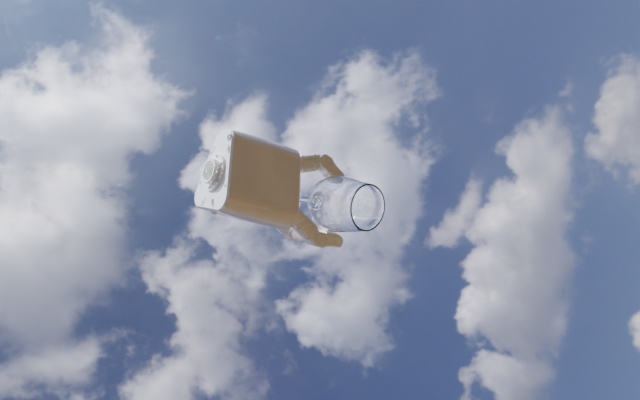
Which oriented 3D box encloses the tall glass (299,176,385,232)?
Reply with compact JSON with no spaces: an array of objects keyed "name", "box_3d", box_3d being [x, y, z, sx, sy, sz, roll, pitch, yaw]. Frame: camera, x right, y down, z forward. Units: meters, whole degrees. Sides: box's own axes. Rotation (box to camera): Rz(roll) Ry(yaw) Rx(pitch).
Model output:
[{"name":"tall glass","box_3d":[0.000,0.002,0.691,0.079,0.079,0.201,0,4,-39]}]
